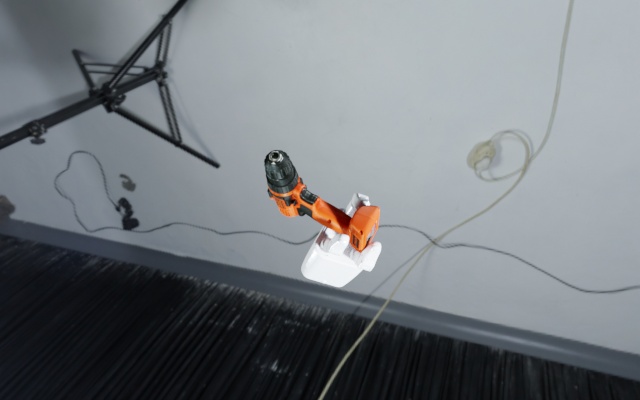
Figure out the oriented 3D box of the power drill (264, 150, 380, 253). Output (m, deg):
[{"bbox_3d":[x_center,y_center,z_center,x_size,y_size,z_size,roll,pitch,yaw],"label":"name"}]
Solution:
[{"bbox_3d":[0.001,0.003,0.756,0.187,0.057,0.184,28,-18,16],"label":"power drill"}]
